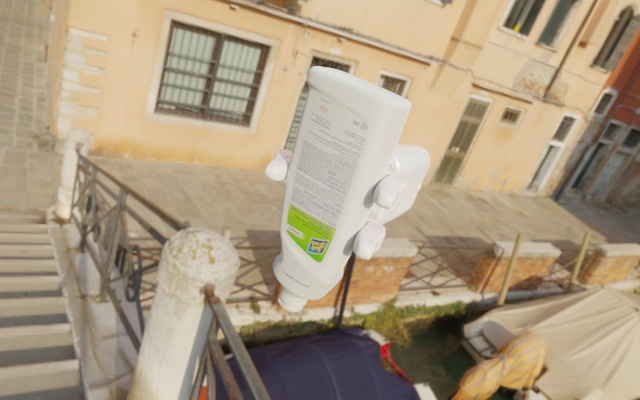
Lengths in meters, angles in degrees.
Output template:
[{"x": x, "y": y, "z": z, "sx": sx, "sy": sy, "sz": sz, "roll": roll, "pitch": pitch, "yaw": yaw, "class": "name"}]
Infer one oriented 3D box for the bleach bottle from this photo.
[{"x": 0.000, "y": 0.002, "z": 0.489, "sx": 0.102, "sy": 0.251, "sz": 0.068, "roll": 31, "pitch": 24, "yaw": 26, "class": "bleach bottle"}]
